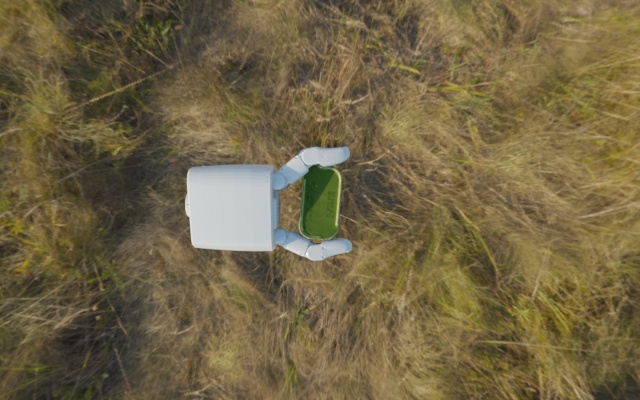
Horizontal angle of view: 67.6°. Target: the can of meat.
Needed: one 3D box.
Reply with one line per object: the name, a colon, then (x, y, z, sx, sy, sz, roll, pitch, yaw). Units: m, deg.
can of meat: (0.000, 0.002, 0.645, 0.057, 0.102, 0.084, 4, 0, 0)
